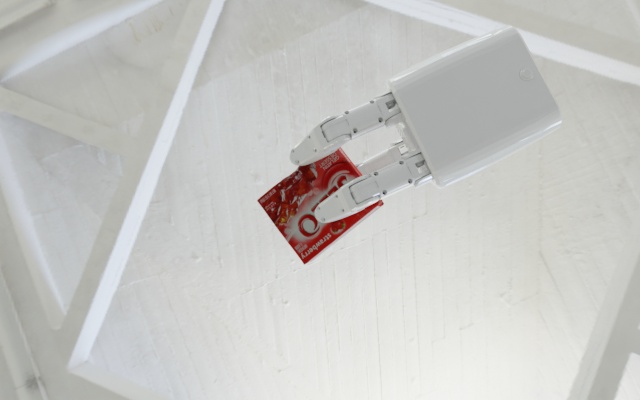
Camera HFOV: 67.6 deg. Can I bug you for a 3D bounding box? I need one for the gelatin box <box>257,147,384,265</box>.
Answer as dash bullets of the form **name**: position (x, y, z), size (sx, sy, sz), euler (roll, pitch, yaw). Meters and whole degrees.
- **gelatin box**: position (0.000, 0.002, 0.427), size (0.089, 0.073, 0.030), euler (-39, -9, 9)
